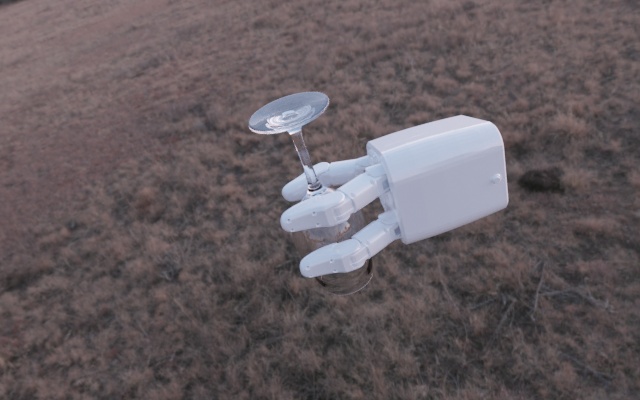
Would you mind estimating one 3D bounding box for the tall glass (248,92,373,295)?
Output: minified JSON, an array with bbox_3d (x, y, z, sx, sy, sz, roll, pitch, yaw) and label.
[{"bbox_3d":[0.000,0.001,0.468,0.079,0.201,0.079,-13,33,9],"label":"tall glass"}]
